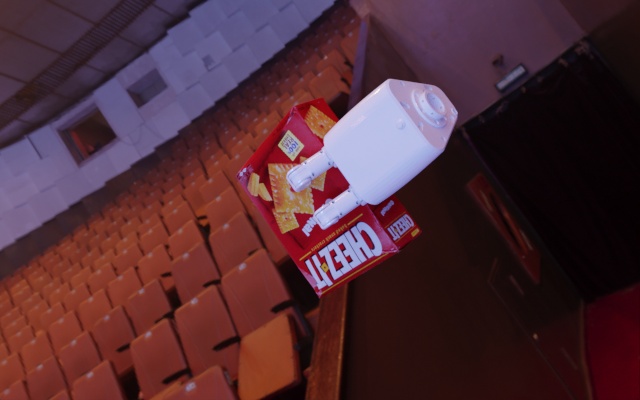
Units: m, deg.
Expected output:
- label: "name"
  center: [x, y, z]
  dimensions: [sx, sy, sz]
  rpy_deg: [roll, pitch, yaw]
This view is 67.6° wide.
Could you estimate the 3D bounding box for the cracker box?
- label: "cracker box"
  center: [0.000, 0.002, 0.628]
  dimensions: [0.072, 0.213, 0.164]
  rpy_deg: [-29, -8, -47]
